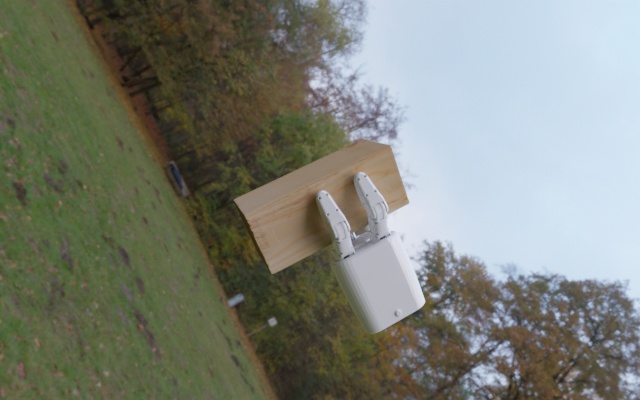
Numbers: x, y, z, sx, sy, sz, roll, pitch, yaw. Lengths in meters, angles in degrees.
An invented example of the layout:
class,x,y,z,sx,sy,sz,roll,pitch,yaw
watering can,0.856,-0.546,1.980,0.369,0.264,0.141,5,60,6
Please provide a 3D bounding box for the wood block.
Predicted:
class,x,y,z,sx,sy,sz,roll,pitch,yaw
wood block,0.000,0.002,0.644,0.206,0.090,0.091,-26,19,-12
